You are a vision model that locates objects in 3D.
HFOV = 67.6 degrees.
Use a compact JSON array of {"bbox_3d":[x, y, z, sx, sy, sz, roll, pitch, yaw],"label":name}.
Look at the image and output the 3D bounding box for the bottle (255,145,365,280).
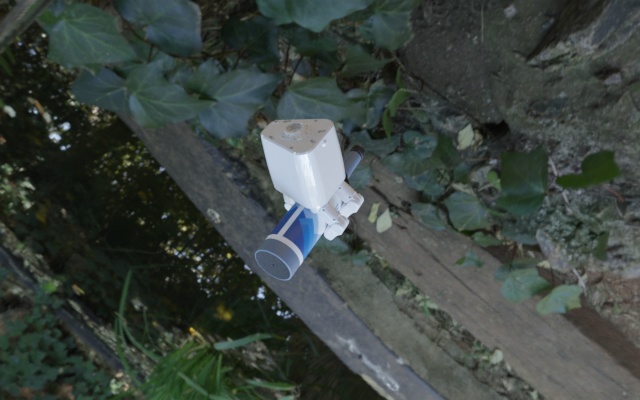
[{"bbox_3d":[0.000,0.003,0.804,0.069,0.069,0.295,0,40,40],"label":"bottle"}]
